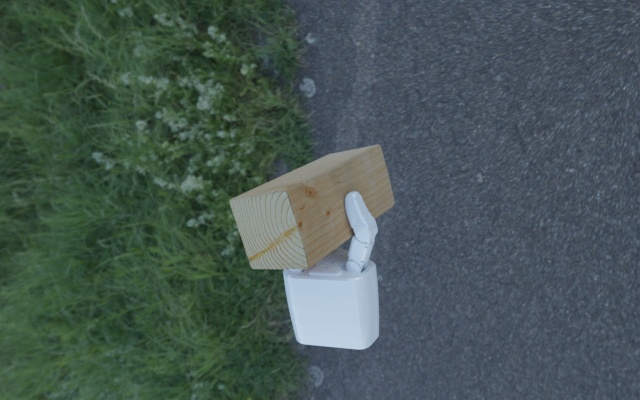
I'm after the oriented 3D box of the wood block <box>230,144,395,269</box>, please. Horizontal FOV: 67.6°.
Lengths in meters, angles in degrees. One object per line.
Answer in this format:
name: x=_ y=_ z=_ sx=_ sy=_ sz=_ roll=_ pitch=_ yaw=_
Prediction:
wood block: x=0.000 y=0.002 z=0.600 sx=0.091 sy=0.090 sz=0.206 roll=-6 pitch=16 yaw=38
